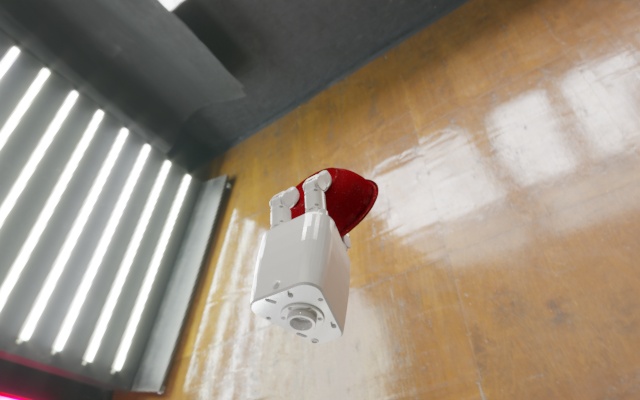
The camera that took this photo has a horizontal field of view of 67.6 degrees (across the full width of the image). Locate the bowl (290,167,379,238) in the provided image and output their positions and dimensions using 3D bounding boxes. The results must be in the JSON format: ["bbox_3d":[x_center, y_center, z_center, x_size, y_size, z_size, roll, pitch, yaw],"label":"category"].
[{"bbox_3d":[0.000,0.001,0.680,0.162,0.055,0.162,-31,21,13],"label":"bowl"}]
